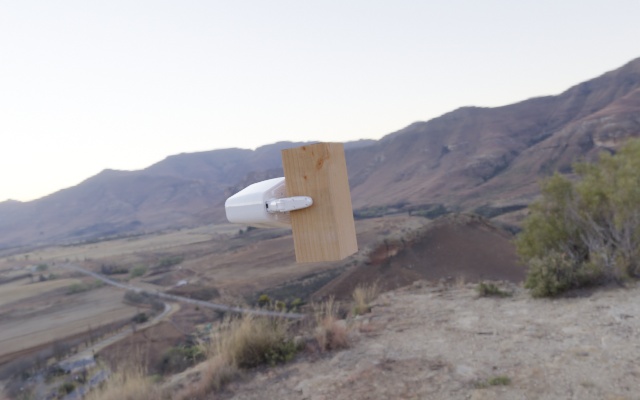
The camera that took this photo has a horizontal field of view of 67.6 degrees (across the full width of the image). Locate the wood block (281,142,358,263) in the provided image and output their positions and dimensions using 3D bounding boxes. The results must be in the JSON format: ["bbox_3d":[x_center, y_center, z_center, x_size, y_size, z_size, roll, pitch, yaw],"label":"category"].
[{"bbox_3d":[0.000,0.003,0.872,0.090,0.206,0.091,-7,3,26],"label":"wood block"}]
